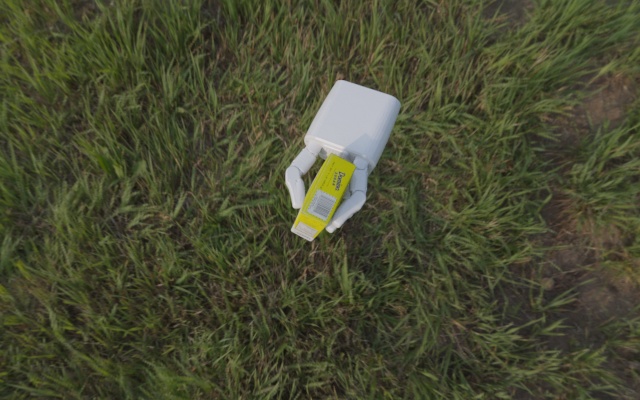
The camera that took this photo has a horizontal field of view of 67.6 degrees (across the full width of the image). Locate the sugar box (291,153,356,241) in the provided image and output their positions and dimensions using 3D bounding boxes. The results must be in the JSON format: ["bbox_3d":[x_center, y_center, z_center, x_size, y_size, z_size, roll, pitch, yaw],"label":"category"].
[{"bbox_3d":[0.001,0.002,0.701,0.048,0.093,0.176,27,-13,1],"label":"sugar box"}]
